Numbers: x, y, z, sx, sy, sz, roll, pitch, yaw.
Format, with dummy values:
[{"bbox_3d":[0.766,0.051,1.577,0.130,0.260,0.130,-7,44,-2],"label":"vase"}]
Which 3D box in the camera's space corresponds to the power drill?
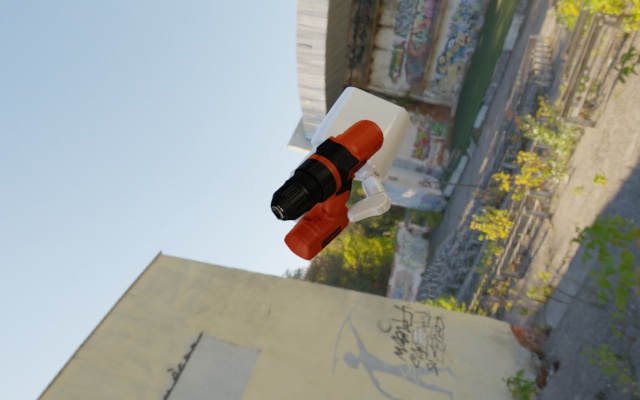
[{"bbox_3d":[0.000,0.002,0.618,0.184,0.057,0.188,-40,-18,-31],"label":"power drill"}]
